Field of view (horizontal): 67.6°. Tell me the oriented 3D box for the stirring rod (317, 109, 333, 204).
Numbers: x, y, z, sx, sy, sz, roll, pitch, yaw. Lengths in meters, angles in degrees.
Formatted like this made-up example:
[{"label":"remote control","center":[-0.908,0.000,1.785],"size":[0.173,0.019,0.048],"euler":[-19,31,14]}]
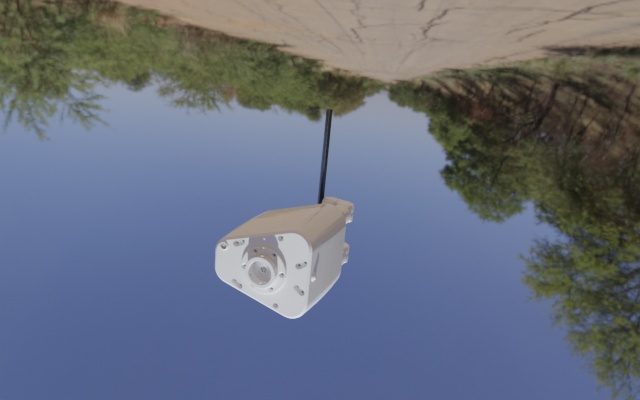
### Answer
[{"label":"stirring rod","center":[0.000,0.002,0.628],"size":[0.011,0.239,0.011],"euler":[5,14,-1]}]
